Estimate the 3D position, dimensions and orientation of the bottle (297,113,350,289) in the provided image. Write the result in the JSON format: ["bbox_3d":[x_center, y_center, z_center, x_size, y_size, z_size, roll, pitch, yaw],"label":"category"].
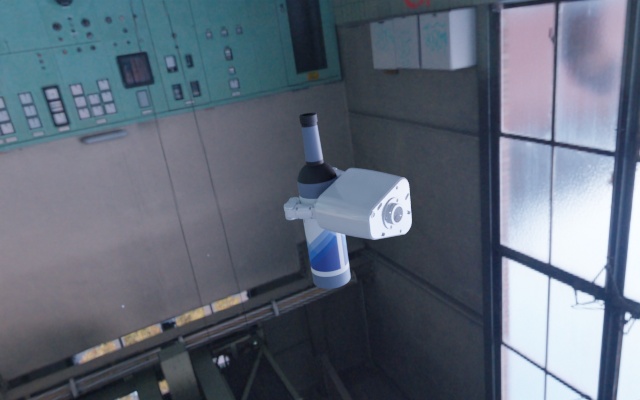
[{"bbox_3d":[0.000,0.003,0.794,0.069,0.296,0.069,-7,20,3],"label":"bottle"}]
